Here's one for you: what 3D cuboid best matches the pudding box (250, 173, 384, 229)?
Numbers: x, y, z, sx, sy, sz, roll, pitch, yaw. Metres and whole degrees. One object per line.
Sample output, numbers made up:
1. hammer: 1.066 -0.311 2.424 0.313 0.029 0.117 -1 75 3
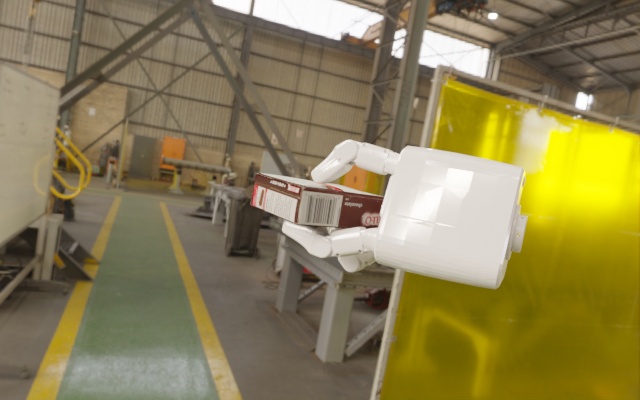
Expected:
1. pudding box: 0.000 0.001 0.485 0.113 0.039 0.090 8 5 -38
